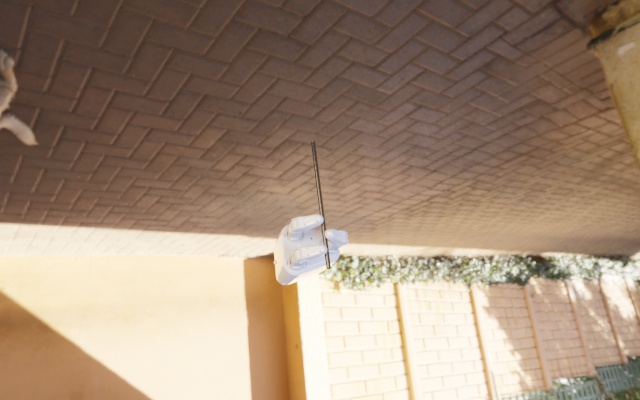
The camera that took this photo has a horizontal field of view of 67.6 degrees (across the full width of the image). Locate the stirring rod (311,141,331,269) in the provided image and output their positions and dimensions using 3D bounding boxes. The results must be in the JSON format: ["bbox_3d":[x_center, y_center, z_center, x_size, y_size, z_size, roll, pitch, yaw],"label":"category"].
[{"bbox_3d":[0.000,0.003,0.844,0.011,0.239,0.011,-6,-21,-2],"label":"stirring rod"}]
